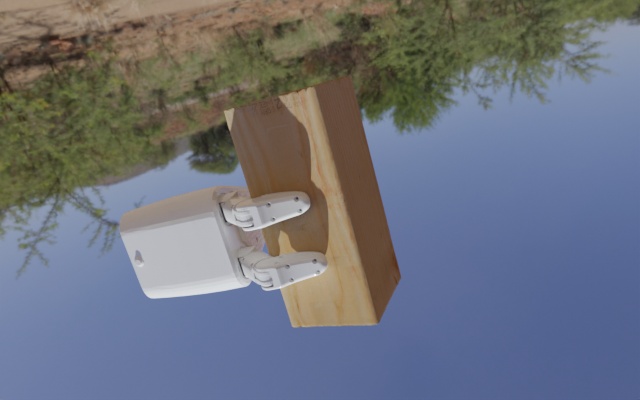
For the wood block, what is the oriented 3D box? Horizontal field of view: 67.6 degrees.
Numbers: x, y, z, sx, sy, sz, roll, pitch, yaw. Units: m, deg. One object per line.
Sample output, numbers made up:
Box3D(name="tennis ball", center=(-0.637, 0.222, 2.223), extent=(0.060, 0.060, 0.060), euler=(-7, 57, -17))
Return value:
Box3D(name="wood block", center=(0.000, 0.002, 0.440), extent=(0.090, 0.206, 0.090), euler=(-9, 15, 25))
